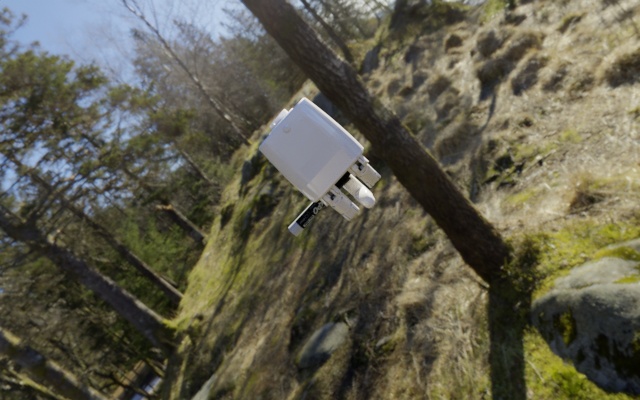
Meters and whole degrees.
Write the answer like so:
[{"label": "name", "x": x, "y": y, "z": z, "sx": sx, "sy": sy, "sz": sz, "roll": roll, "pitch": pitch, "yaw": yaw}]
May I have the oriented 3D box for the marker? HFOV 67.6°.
[{"label": "marker", "x": 0.000, "y": 0.002, "z": 0.692, "sx": 0.020, "sy": 0.121, "sz": 0.020, "roll": 42, "pitch": 6, "yaw": -5}]
